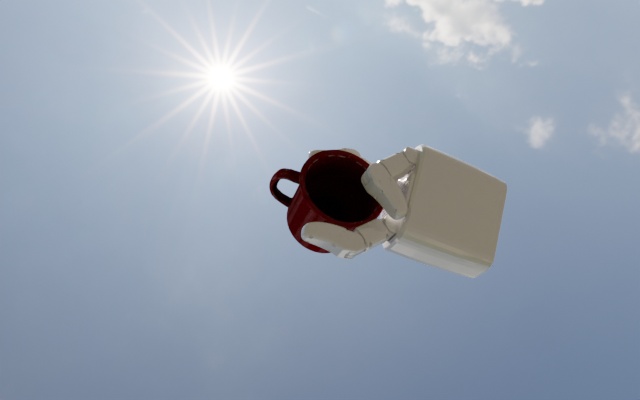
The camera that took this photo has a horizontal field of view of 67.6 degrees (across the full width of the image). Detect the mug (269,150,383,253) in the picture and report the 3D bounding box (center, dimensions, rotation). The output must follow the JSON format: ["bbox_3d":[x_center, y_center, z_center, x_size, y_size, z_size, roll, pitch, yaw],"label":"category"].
[{"bbox_3d":[-0.001,0.001,0.515,0.117,0.093,0.081,20,-35,-8],"label":"mug"}]
